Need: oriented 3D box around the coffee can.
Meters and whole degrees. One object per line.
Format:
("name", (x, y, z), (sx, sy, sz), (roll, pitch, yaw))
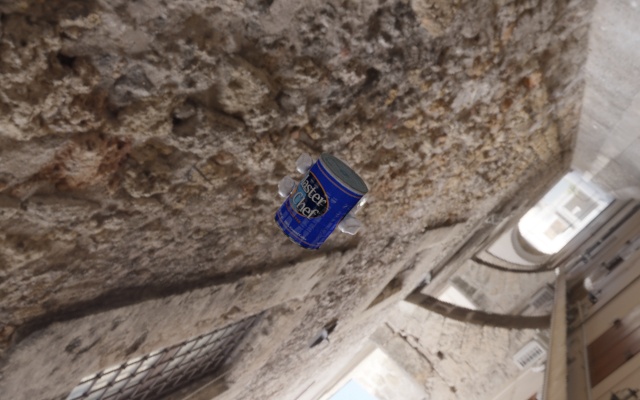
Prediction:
("coffee can", (0.000, 0.003, 0.837), (0.103, 0.140, 0.102), (35, 19, -14))
